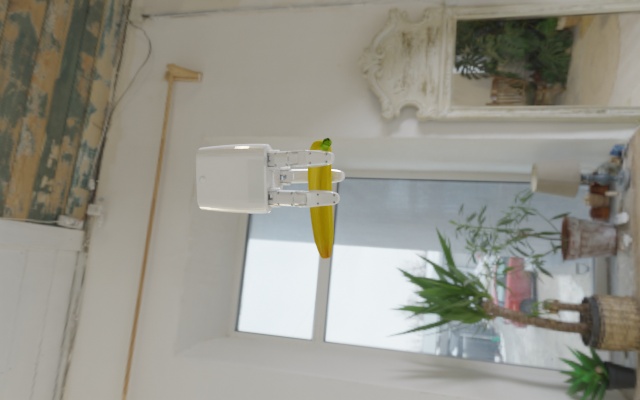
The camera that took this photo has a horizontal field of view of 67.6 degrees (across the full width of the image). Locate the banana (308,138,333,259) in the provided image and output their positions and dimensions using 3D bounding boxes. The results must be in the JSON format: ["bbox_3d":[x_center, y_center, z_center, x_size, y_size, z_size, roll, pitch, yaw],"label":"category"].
[{"bbox_3d":[0.000,-0.009,0.716,0.037,0.198,0.069,-2,28,1],"label":"banana"}]
